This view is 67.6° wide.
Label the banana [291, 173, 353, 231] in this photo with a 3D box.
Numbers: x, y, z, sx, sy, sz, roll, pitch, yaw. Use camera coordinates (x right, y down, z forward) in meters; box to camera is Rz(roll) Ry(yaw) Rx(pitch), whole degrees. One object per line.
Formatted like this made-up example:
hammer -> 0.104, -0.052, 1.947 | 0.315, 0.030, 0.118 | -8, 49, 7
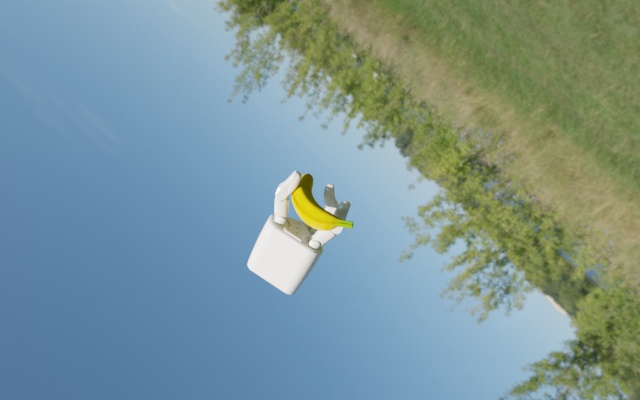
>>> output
banana -> -0.015, 0.003, 0.827 | 0.069, 0.037, 0.197 | 3, 27, -27
